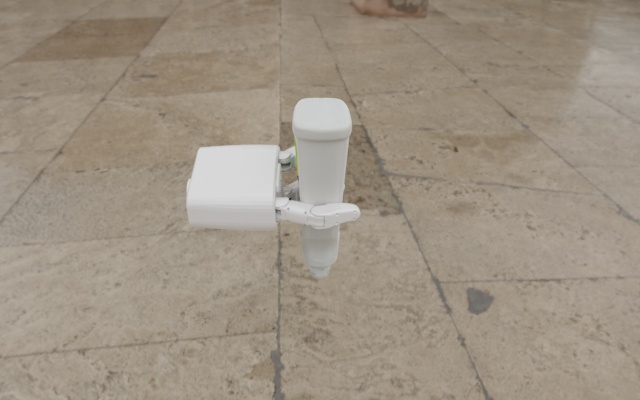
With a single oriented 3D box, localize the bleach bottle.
[{"bbox_3d":[0.000,0.002,0.620,0.068,0.251,0.102,0,32,-1],"label":"bleach bottle"}]
